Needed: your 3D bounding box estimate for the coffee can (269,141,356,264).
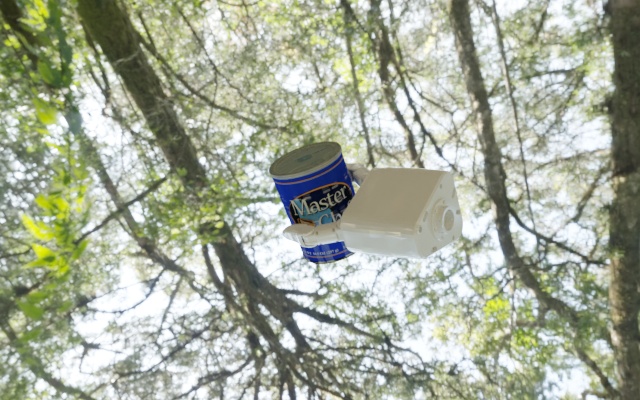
[{"bbox_3d":[0.000,0.002,0.667,0.103,0.140,0.102,-17,24,8],"label":"coffee can"}]
